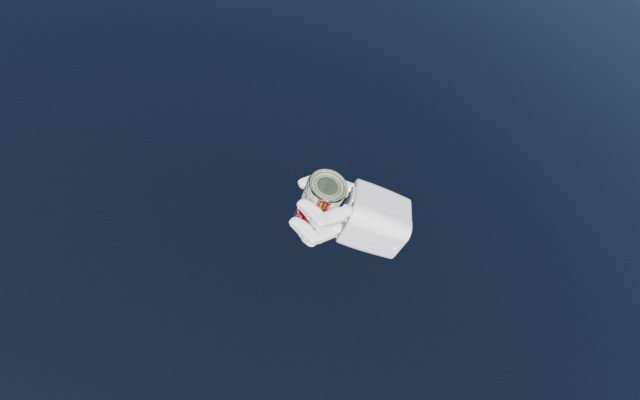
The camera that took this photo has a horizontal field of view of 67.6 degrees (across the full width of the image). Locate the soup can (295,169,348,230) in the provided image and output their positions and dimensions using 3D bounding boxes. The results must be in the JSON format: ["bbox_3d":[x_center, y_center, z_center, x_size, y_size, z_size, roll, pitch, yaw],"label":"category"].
[{"bbox_3d":[0.000,0.002,0.810,0.068,0.068,0.102,0,-33,-19],"label":"soup can"}]
